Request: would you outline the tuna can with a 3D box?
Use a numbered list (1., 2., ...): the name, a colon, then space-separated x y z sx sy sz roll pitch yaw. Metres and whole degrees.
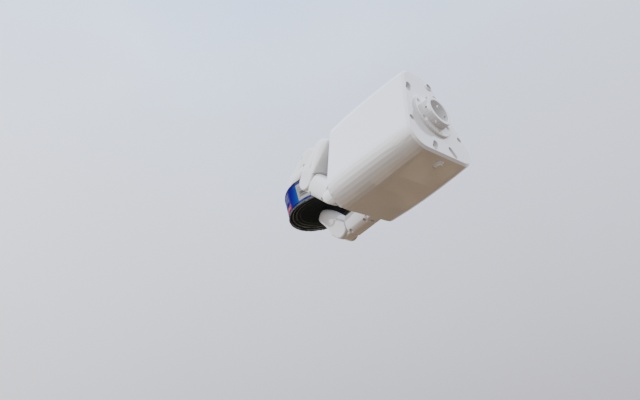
1. tuna can: 0.000 0.001 0.585 0.086 0.033 0.086 -12 -31 -7
